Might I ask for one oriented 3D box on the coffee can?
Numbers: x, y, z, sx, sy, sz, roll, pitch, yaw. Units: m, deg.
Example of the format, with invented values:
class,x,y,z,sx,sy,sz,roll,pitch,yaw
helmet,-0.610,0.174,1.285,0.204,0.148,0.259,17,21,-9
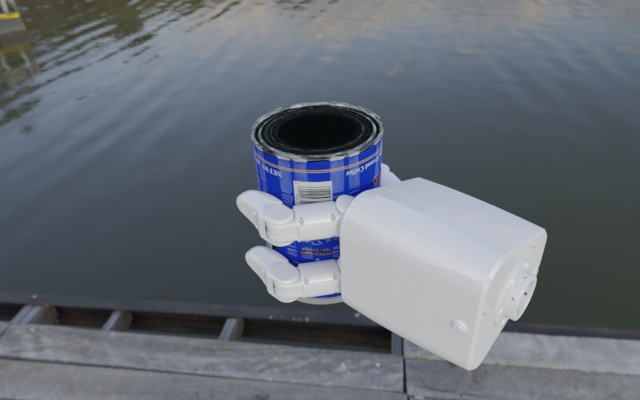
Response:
class,x,y,z,sx,sy,sz,roll,pitch,yaw
coffee can,0.000,0.001,0.404,0.103,0.140,0.102,-2,33,1
